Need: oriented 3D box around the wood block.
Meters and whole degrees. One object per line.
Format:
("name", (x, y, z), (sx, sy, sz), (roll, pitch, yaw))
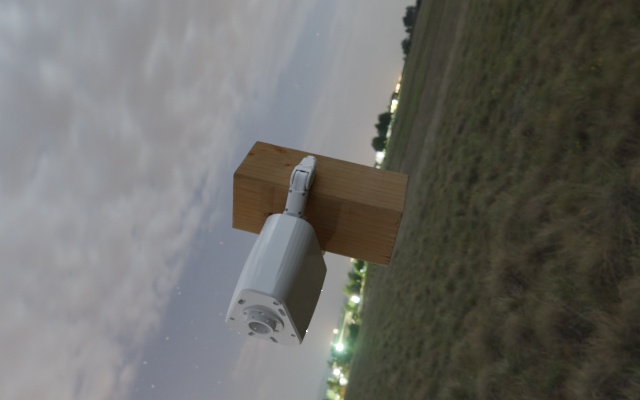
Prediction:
("wood block", (0.000, 0.002, 0.617), (0.206, 0.091, 0.090), (14, 37, 6))
